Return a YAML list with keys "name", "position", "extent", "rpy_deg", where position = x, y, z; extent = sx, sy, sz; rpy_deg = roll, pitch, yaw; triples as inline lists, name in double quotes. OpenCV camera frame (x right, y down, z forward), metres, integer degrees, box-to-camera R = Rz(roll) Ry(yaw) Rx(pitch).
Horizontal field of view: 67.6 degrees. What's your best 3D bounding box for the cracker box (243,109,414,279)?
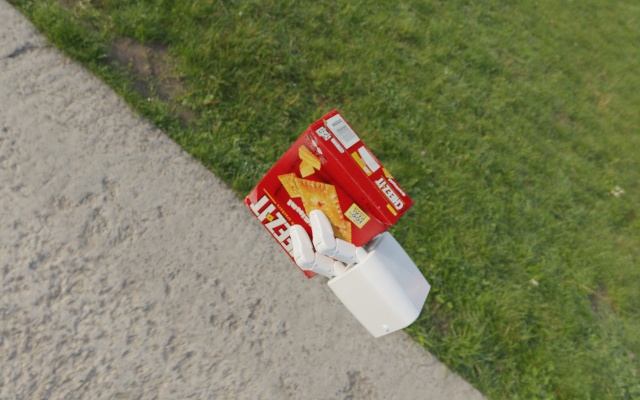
- name: "cracker box"
  position: [0.000, 0.002, 0.680]
  extent: [0.072, 0.164, 0.214]
  rpy_deg: [-39, -1, -43]
